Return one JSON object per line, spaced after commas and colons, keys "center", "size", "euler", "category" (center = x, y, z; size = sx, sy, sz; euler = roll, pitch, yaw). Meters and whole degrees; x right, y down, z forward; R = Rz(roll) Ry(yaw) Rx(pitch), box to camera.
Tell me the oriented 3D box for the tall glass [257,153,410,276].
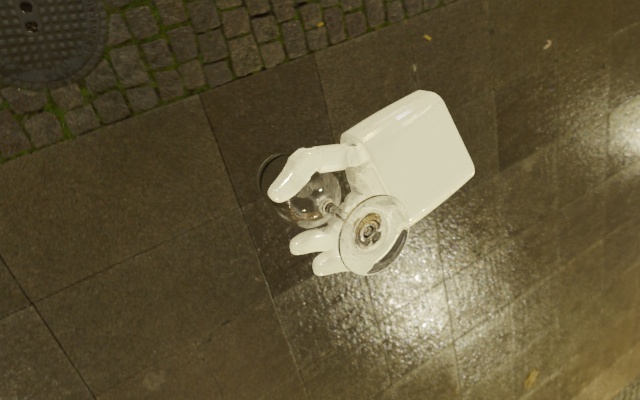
{"center": [0.000, 0.002, 0.492], "size": [0.079, 0.079, 0.201], "euler": [0, 17, -30], "category": "tall glass"}
